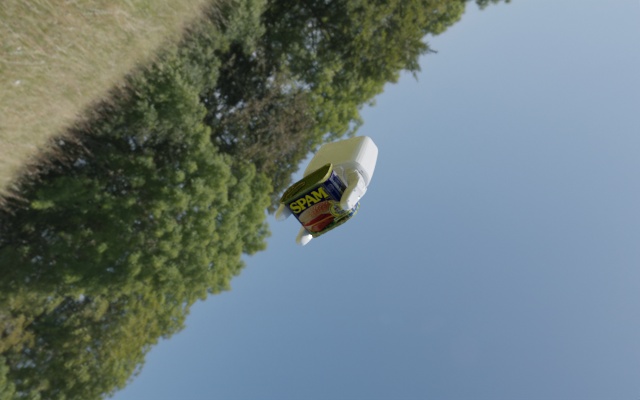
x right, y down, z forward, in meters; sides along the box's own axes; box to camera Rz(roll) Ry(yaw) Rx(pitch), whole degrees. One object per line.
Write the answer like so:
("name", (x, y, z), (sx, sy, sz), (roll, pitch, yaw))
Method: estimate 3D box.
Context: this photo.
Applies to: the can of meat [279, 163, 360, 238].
("can of meat", (0.000, 0.003, 0.770), (0.102, 0.084, 0.057), (-29, 21, 28))
